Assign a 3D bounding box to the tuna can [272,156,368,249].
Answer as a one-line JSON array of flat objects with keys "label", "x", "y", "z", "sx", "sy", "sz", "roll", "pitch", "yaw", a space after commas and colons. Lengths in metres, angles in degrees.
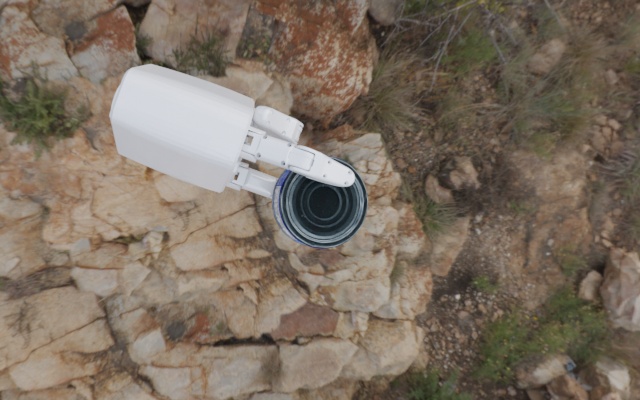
[{"label": "tuna can", "x": 0.000, "y": 0.001, "z": 0.443, "sx": 0.086, "sy": 0.086, "sz": 0.034, "roll": 0, "pitch": 0, "yaw": -17}]
